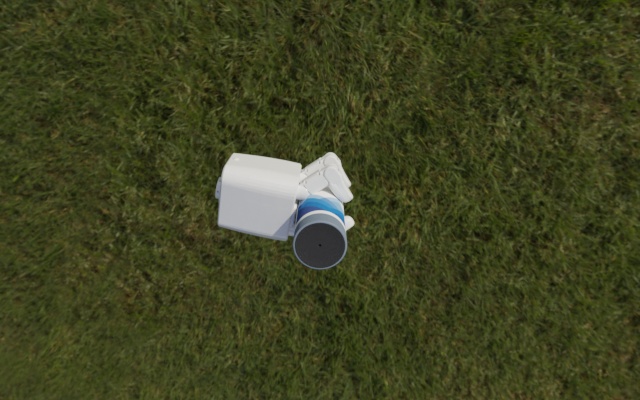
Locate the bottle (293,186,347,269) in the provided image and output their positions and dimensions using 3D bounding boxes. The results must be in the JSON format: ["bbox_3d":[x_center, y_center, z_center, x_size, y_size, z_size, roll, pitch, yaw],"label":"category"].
[{"bbox_3d":[0.000,0.002,0.719,0.069,0.069,0.295,0,21,0],"label":"bottle"}]
